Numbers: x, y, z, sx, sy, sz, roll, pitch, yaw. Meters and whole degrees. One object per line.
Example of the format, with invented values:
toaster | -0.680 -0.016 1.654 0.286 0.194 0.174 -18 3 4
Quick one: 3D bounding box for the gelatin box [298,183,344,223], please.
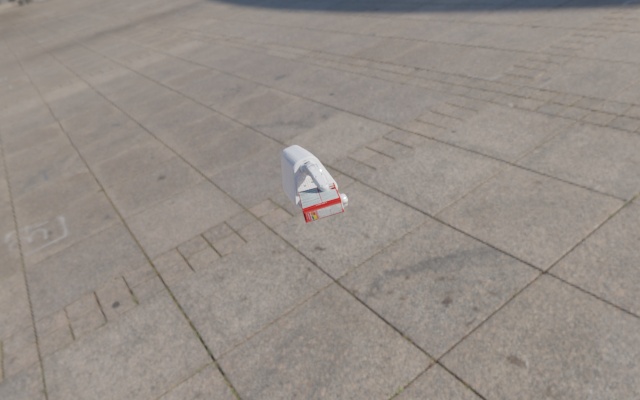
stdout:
gelatin box | 0.000 0.003 0.890 0.073 0.030 0.089 -16 24 -1
